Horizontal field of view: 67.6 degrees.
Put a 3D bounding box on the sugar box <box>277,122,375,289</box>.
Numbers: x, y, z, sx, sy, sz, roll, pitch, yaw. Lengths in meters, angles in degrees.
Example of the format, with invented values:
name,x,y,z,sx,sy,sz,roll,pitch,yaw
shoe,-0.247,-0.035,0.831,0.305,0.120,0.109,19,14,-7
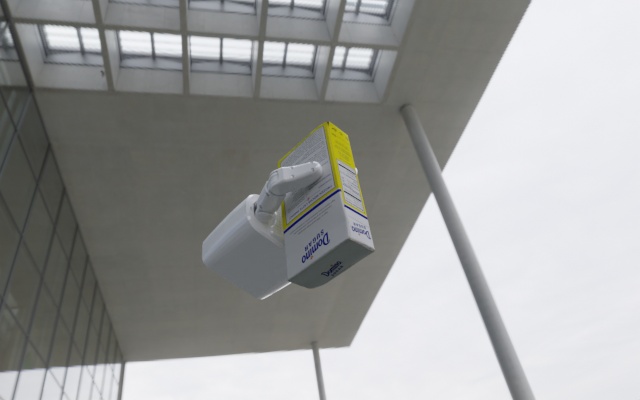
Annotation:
name,x,y,z,sx,sy,sz,roll,pitch,yaw
sugar box,0.000,0.002,0.538,0.048,0.176,0.093,27,-51,-37
